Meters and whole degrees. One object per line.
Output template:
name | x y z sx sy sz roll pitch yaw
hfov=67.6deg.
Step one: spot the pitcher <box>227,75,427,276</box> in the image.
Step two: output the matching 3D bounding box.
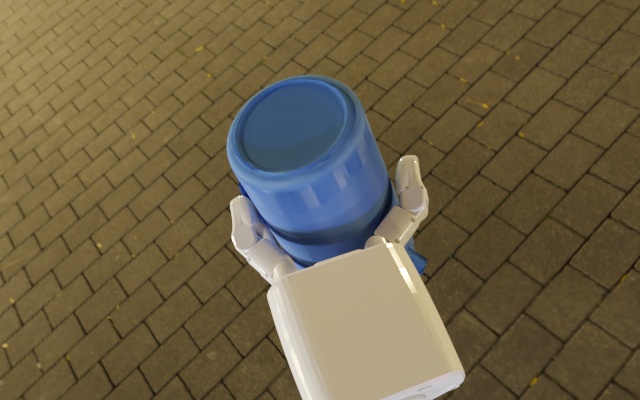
pitcher | 0.000 0.002 0.450 0.149 0.145 0.243 -25 -34 2
